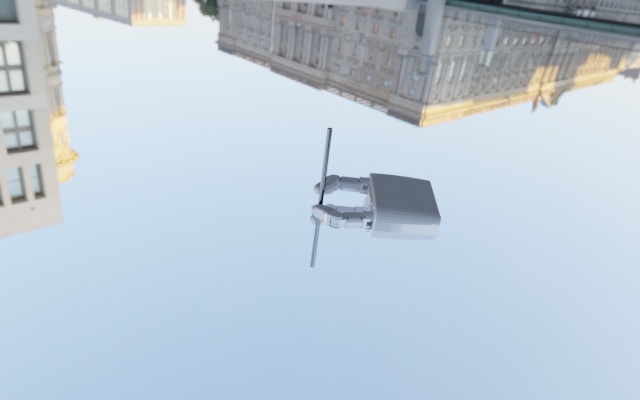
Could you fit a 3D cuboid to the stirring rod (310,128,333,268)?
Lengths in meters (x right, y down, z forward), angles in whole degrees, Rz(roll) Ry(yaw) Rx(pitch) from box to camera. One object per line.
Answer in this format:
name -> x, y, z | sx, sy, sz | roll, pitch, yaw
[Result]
stirring rod -> 0.000, 0.002, 0.750 | 0.011, 0.240, 0.011 | 6, 25, -3
